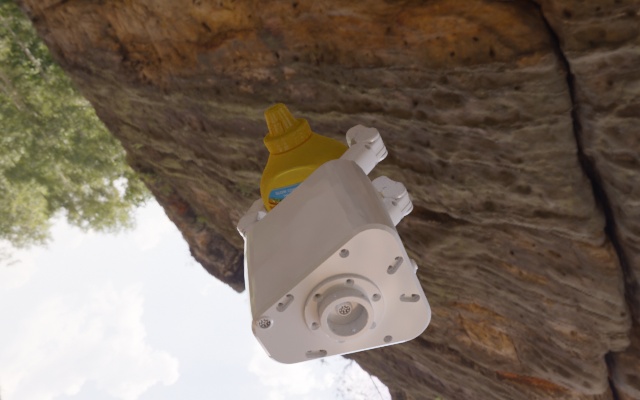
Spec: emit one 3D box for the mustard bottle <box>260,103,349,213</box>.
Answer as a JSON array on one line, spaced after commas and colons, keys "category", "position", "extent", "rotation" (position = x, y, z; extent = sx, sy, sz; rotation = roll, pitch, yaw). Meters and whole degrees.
[{"category": "mustard bottle", "position": [0.000, 0.001, 0.435], "extent": [0.096, 0.192, 0.058], "rotation": [-15, 27, 24]}]
